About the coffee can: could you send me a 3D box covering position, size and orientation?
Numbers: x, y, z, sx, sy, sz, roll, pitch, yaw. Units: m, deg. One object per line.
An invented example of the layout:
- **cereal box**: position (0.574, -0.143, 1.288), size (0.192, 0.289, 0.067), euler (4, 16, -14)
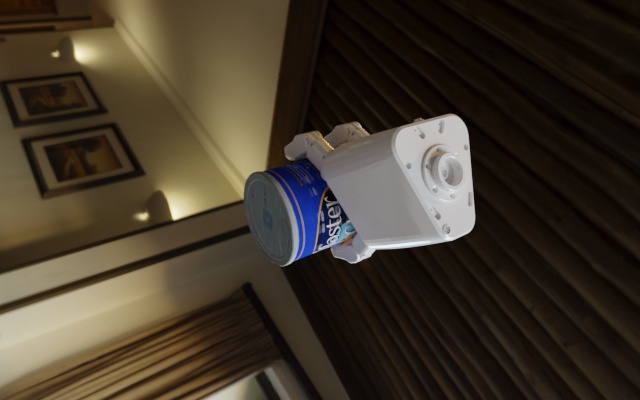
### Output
- **coffee can**: position (0.000, 0.002, 0.534), size (0.140, 0.103, 0.103), euler (-18, 10, -31)
